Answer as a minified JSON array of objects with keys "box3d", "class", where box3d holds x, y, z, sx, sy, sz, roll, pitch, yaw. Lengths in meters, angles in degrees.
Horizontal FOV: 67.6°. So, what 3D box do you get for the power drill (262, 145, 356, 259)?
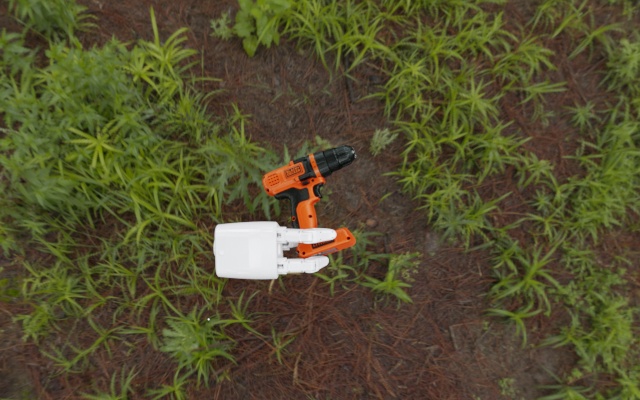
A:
[{"box3d":[0.000,0.003,0.880,0.184,0.187,0.057,-21,-18,9],"class":"power drill"}]
